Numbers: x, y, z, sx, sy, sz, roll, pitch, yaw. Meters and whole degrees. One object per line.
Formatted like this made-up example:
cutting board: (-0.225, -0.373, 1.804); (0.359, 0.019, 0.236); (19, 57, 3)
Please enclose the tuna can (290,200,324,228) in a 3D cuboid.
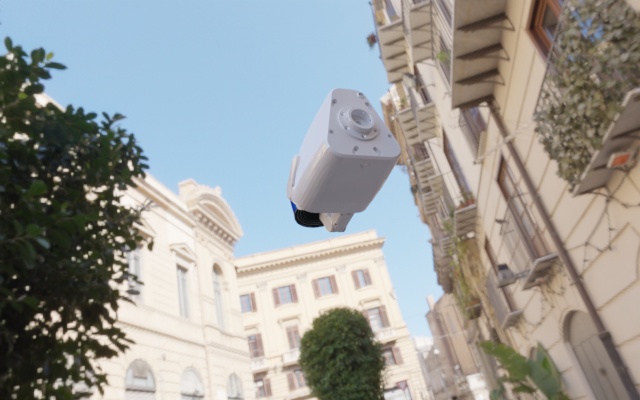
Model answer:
tuna can: (0.000, 0.002, 0.688); (0.086, 0.033, 0.086); (-13, -33, -8)
